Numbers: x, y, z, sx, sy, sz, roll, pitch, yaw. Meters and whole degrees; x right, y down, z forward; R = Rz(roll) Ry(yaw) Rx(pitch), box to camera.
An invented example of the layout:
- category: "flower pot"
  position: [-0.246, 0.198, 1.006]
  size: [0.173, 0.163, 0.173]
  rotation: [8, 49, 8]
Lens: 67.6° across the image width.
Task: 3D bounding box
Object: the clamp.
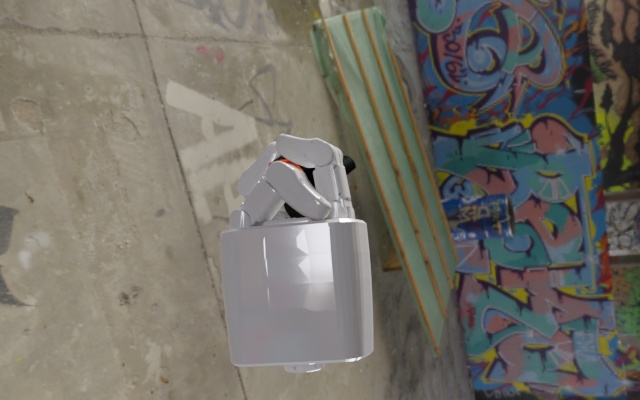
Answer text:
- category: "clamp"
  position: [0.001, 0.001, 0.488]
  size: [0.039, 0.120, 0.171]
  rotation: [-10, -9, 25]
